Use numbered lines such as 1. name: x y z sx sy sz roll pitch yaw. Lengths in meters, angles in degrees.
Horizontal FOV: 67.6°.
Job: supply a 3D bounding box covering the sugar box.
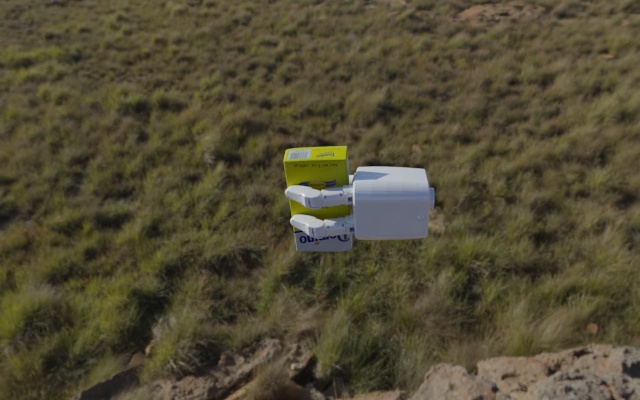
1. sugar box: 0.000 0.003 0.740 0.093 0.176 0.048 -1 34 7
